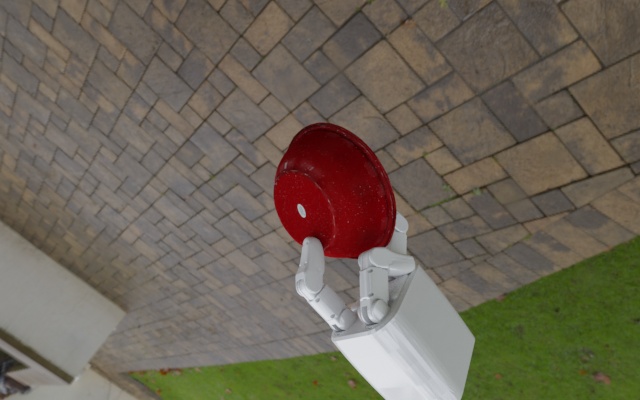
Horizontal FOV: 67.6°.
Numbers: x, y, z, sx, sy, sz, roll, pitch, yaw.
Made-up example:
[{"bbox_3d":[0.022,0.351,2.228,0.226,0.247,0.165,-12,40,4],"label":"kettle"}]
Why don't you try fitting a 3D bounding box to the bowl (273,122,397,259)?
[{"bbox_3d":[-0.001,0.001,0.512,0.055,0.162,0.162,-28,19,-39],"label":"bowl"}]
